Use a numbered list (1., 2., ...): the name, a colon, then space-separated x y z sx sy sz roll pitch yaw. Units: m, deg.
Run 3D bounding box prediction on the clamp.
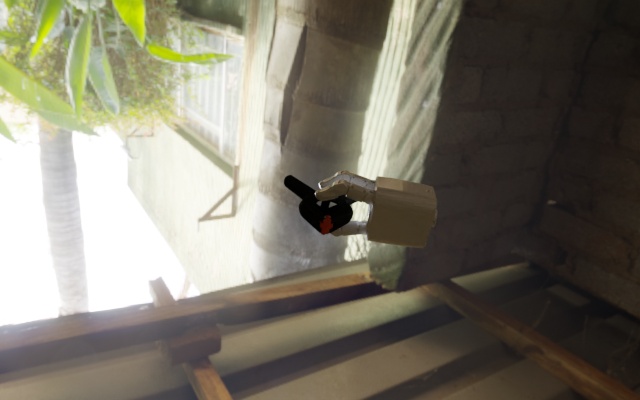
1. clamp: 0.000 0.004 0.858 0.164 0.036 0.210 10 21 4
